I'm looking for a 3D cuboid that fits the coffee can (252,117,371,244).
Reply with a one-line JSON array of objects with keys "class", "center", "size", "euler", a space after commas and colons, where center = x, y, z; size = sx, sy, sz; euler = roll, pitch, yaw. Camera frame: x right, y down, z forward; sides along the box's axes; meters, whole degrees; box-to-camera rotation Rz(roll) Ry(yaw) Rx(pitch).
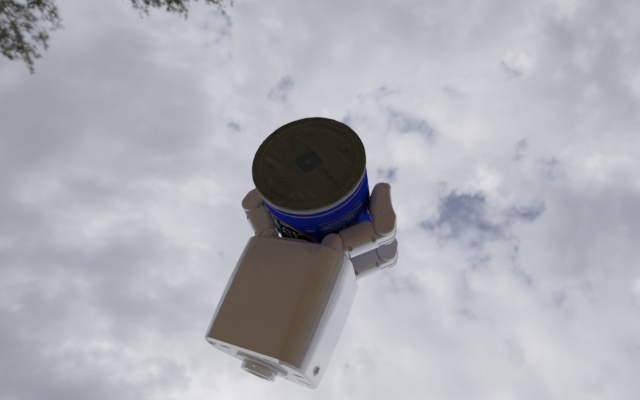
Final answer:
[{"class": "coffee can", "center": [0.000, 0.001, 0.477], "size": [0.103, 0.102, 0.140], "euler": [0, -32, 11]}]
